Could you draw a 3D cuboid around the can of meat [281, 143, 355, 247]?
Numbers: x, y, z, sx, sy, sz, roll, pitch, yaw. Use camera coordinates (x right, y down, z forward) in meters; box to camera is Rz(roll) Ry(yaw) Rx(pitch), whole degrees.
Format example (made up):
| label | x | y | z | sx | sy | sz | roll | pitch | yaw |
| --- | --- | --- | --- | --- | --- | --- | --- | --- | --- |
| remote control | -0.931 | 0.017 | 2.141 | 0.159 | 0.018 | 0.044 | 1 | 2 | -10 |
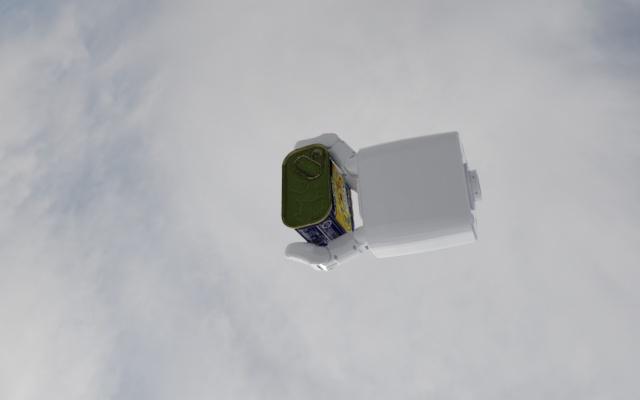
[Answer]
| label | x | y | z | sx | sy | sz | roll | pitch | yaw |
| --- | --- | --- | --- | --- | --- | --- | --- | --- | --- |
| can of meat | 0.000 | 0.002 | 0.540 | 0.057 | 0.102 | 0.084 | -15 | -34 | 19 |
